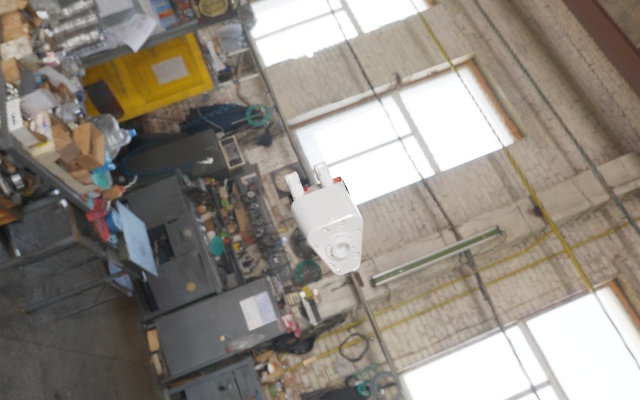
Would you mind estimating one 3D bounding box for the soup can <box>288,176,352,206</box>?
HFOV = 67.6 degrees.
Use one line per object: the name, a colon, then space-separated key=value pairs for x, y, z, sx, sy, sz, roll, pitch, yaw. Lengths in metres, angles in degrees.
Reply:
soup can: x=0.000 y=0.003 z=0.863 sx=0.102 sy=0.068 sz=0.068 roll=-21 pitch=2 yaw=-6
